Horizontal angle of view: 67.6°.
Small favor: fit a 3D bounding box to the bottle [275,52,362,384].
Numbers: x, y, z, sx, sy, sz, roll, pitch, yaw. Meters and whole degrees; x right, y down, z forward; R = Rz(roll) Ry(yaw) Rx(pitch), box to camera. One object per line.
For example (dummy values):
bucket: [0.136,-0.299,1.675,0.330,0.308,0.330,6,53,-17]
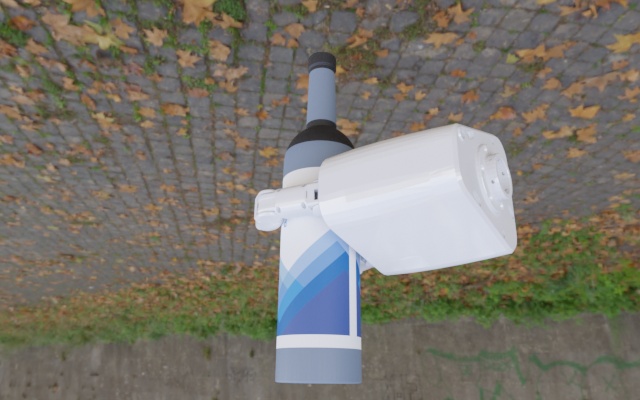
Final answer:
bottle: [0.000,0.002,0.416,0.069,0.295,0.069,1,-20,0]
